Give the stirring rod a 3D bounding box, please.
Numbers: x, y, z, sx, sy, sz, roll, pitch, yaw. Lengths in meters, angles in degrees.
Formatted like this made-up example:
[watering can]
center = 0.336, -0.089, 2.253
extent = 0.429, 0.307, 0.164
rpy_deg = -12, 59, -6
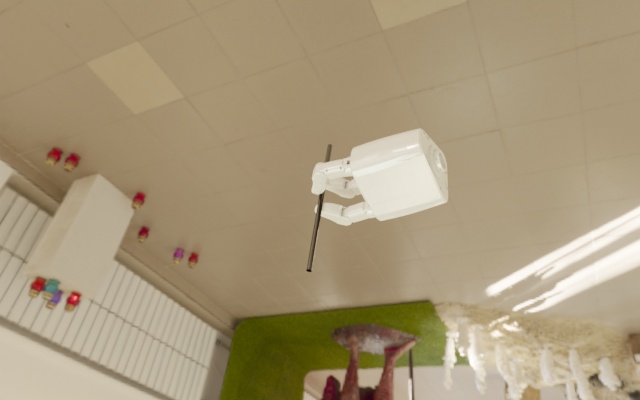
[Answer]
[stirring rod]
center = 0.000, 0.002, 0.732
extent = 0.011, 0.239, 0.011
rpy_deg = 6, -37, 5
